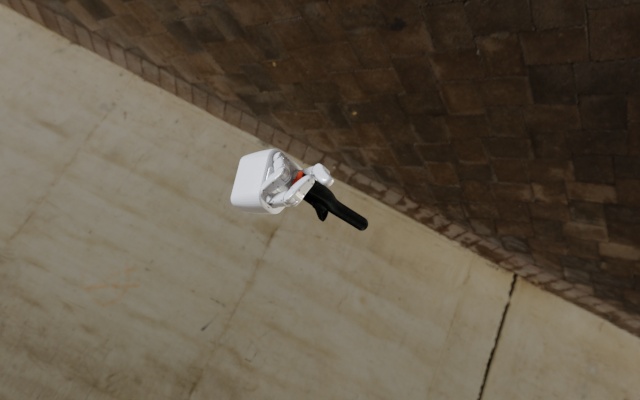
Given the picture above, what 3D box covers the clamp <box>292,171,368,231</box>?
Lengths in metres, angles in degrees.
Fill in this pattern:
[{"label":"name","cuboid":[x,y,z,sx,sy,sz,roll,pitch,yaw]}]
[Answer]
[{"label":"clamp","cuboid":[0.000,0.003,0.889,0.120,0.039,0.171,-2,-35,48]}]
